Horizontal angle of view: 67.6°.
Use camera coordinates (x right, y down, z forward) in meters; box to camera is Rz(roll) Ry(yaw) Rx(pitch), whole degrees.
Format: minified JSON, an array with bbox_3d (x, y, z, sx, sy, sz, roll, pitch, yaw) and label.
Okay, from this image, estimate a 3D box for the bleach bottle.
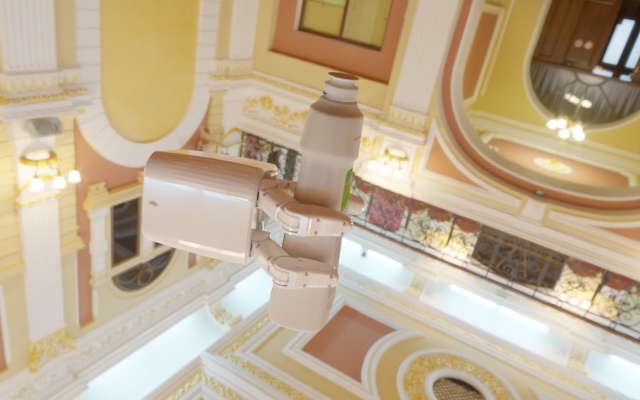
[{"bbox_3d":[0.000,0.002,0.470,0.068,0.251,0.102,12,24,4],"label":"bleach bottle"}]
